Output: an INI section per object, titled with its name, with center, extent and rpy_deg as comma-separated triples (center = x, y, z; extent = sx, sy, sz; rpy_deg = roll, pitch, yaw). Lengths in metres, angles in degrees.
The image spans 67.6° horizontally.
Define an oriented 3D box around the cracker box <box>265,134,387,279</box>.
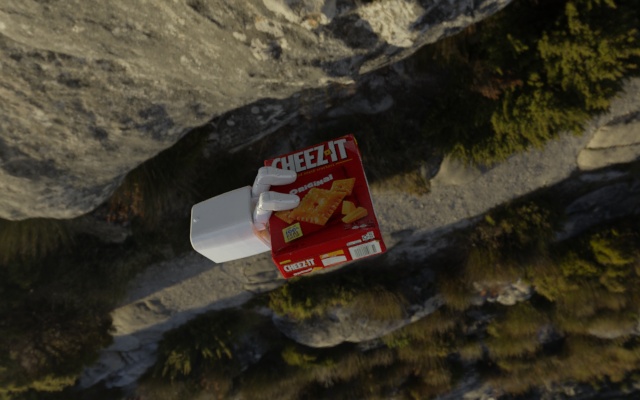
[cracker box]
center = 0.000, 0.003, 0.769
extent = 0.164, 0.213, 0.072
rpy_deg = -16, -42, 7
